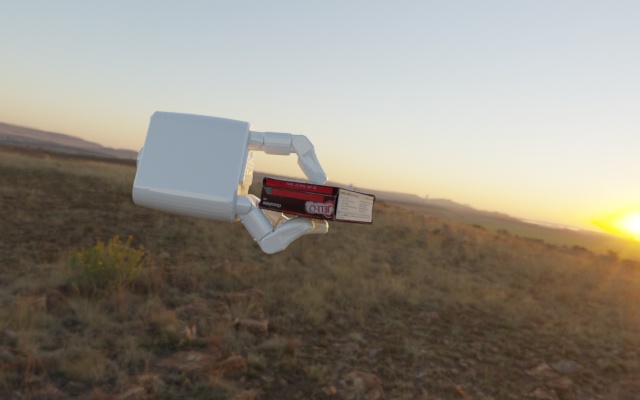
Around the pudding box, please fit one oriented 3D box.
[{"bbox_3d":[0.000,0.002,0.524,0.090,0.039,0.113,10,2,26],"label":"pudding box"}]
